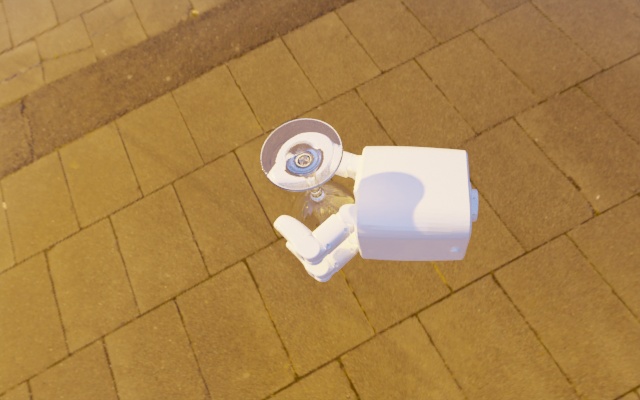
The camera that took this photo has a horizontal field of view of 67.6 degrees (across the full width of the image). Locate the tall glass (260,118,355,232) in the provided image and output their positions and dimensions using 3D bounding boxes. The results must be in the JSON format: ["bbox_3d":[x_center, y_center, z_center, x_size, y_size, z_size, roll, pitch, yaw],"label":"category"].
[{"bbox_3d":[0.000,0.001,0.505,0.079,0.079,0.201,0,-26,10],"label":"tall glass"}]
